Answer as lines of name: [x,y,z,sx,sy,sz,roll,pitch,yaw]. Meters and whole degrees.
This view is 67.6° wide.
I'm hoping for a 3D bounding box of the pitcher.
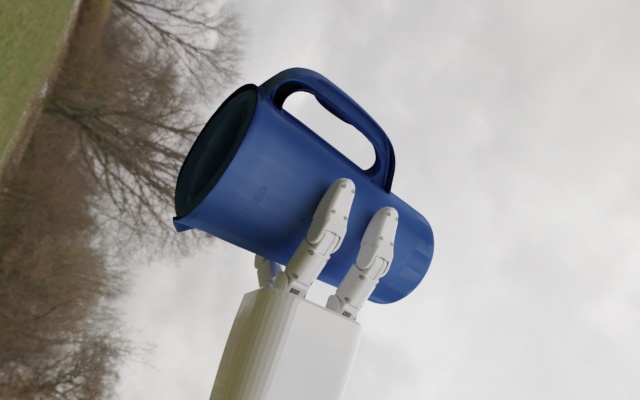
pitcher: [0.000,0.002,0.451,0.243,0.145,0.149,30,-25,-29]
